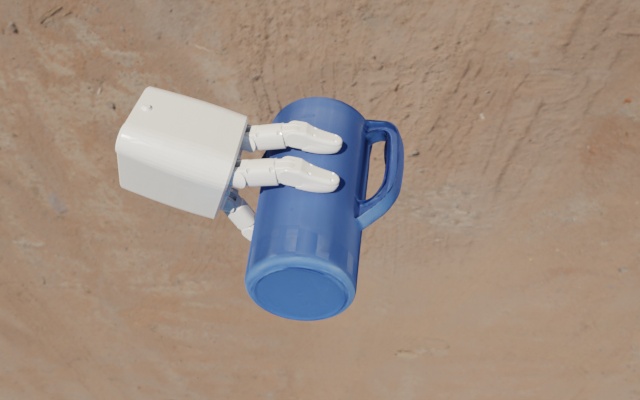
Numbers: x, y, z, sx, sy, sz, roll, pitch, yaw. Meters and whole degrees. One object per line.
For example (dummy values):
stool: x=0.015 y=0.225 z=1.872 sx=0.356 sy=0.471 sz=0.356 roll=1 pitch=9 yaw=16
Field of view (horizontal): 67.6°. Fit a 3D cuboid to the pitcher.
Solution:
pitcher: x=0.000 y=0.002 z=0.530 sx=0.145 sy=0.242 sz=0.149 roll=20 pitch=-45 yaw=-13
